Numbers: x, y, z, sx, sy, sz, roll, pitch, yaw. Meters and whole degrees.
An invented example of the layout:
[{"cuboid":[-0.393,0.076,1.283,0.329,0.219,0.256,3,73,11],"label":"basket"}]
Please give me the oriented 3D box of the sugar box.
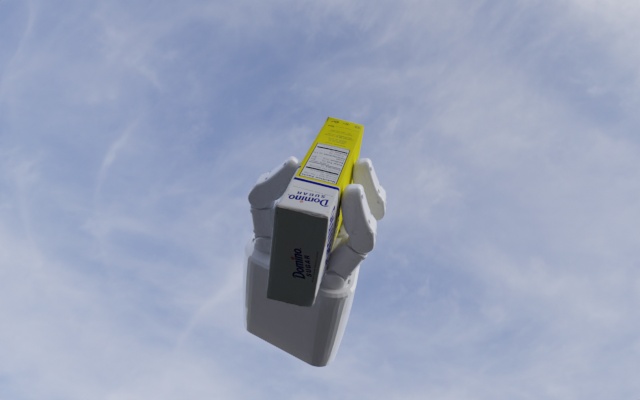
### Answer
[{"cuboid":[0.001,0.002,0.427,0.048,0.093,0.176,12,33,4],"label":"sugar box"}]
